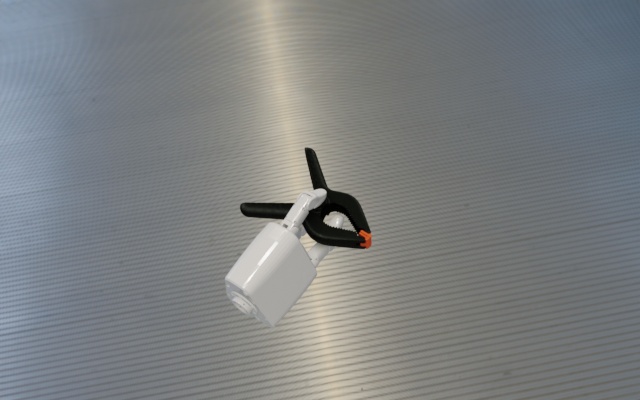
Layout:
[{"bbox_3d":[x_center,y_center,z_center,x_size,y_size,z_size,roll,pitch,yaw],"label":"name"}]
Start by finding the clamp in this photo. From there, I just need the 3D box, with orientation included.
[{"bbox_3d":[0.000,0.002,0.750,0.210,0.164,0.036,27,-27,24],"label":"clamp"}]
